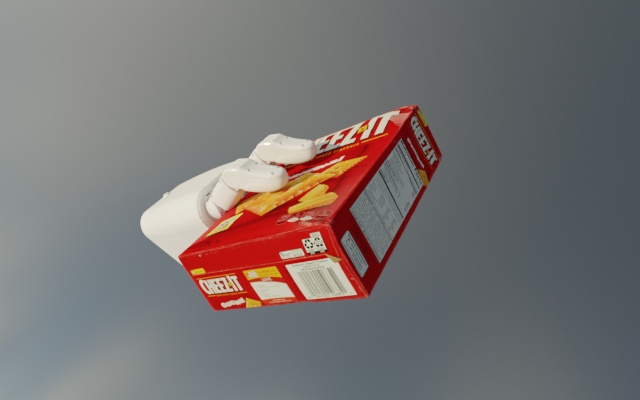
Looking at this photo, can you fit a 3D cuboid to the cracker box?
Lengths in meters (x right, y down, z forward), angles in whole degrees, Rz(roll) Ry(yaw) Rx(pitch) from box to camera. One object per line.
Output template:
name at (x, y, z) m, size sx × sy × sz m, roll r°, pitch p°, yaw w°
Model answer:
cracker box at (0.000, 0.002, 0.439) m, size 0.164 × 0.072 × 0.213 m, roll -14°, pitch 24°, yaw 36°
